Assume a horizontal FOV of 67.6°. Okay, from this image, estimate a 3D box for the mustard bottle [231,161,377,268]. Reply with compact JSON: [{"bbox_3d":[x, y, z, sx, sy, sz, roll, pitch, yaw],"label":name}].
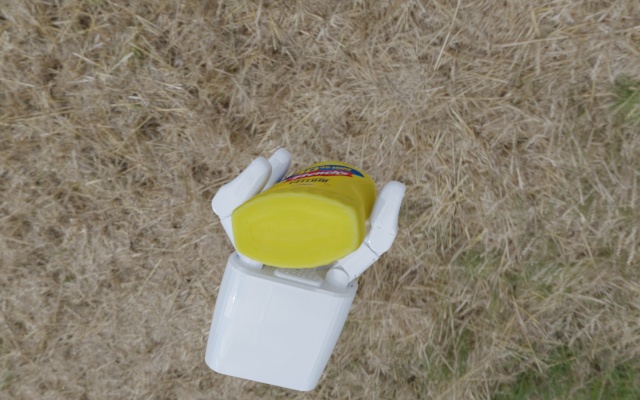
[{"bbox_3d":[0.000,0.001,0.423,0.096,0.058,0.191,-4,12,13],"label":"mustard bottle"}]
